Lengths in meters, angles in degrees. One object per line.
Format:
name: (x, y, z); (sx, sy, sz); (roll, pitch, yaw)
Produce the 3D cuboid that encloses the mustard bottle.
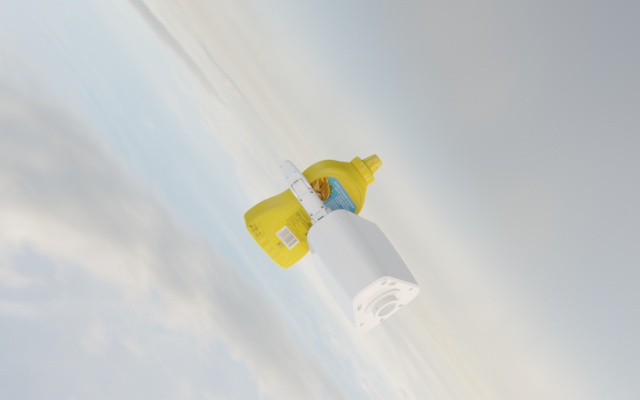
mustard bottle: (0.000, 0.002, 0.632); (0.191, 0.096, 0.058); (-36, 29, 2)
